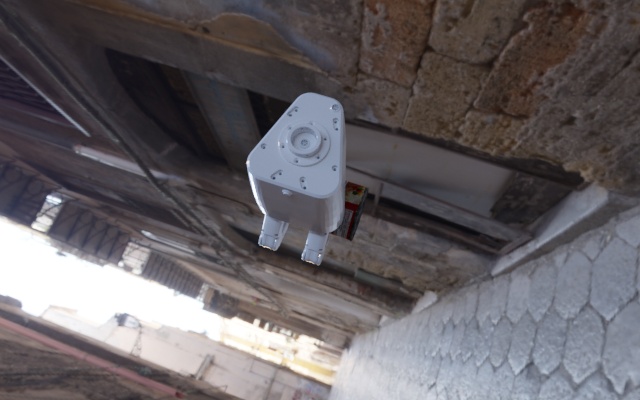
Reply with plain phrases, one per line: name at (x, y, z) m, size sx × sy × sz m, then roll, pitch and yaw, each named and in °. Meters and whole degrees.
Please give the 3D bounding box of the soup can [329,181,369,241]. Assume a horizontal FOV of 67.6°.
soup can at (0.000, 0.002, 0.579) m, size 0.102 × 0.068 × 0.068 m, roll 18°, pitch 2°, yaw 7°
